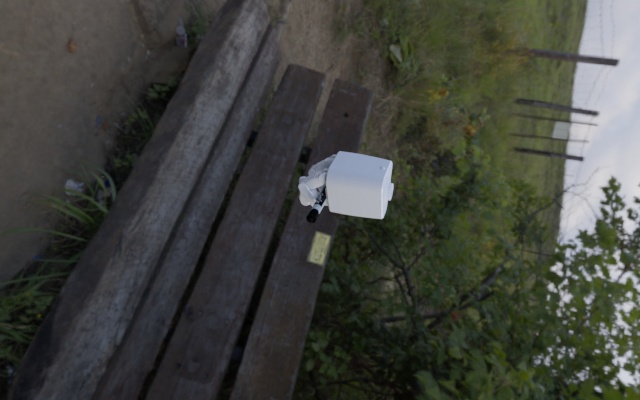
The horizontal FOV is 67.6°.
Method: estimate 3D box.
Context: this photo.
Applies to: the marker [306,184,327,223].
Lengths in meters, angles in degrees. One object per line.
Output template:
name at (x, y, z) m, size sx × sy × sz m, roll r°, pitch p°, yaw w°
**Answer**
marker at (0.000, 0.003, 0.898) m, size 0.020 × 0.020 × 0.121 m, roll 0°, pitch 34°, yaw 22°
